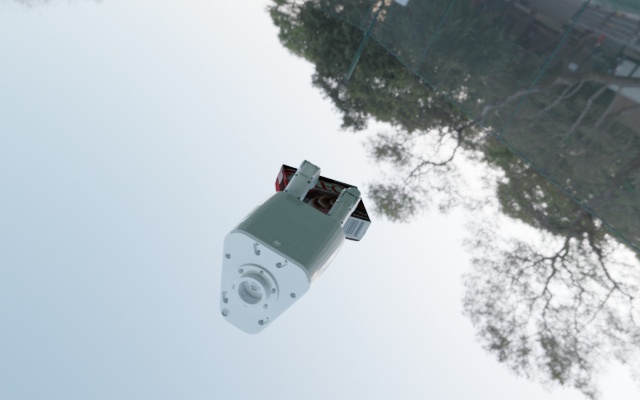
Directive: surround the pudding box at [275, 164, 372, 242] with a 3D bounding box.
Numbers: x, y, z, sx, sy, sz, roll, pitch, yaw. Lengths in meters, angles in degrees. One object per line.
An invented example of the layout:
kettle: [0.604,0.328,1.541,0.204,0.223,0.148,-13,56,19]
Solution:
pudding box: [0.000,0.002,0.607,0.113,0.039,0.090,18,28,-19]
